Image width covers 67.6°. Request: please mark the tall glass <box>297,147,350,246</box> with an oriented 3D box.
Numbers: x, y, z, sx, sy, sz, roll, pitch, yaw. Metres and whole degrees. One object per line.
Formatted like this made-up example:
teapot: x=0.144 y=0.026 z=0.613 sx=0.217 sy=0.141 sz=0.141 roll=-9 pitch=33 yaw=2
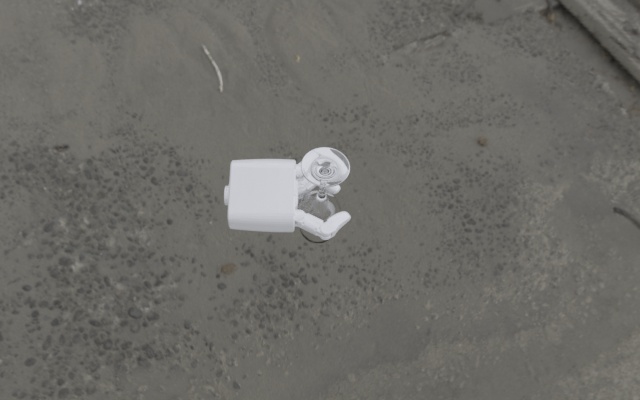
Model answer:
tall glass: x=0.000 y=0.002 z=0.797 sx=0.079 sy=0.079 sz=0.201 roll=0 pitch=-33 yaw=-5
